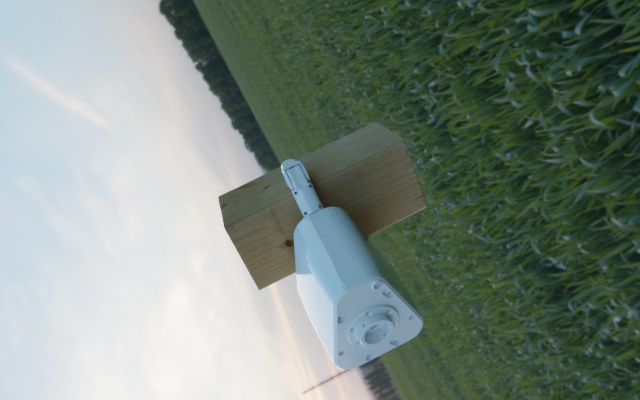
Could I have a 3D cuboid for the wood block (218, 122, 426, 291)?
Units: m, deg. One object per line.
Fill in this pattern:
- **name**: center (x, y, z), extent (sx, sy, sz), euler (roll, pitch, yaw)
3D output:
- **wood block**: center (0.000, 0.002, 0.541), extent (0.206, 0.091, 0.090), euler (-26, 26, -5)
